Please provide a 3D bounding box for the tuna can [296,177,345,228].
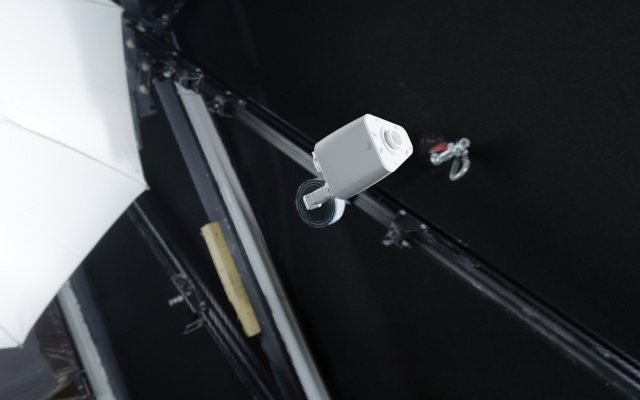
[{"bbox_3d":[0.000,0.003,0.839,0.086,0.086,0.033,0,10,36],"label":"tuna can"}]
